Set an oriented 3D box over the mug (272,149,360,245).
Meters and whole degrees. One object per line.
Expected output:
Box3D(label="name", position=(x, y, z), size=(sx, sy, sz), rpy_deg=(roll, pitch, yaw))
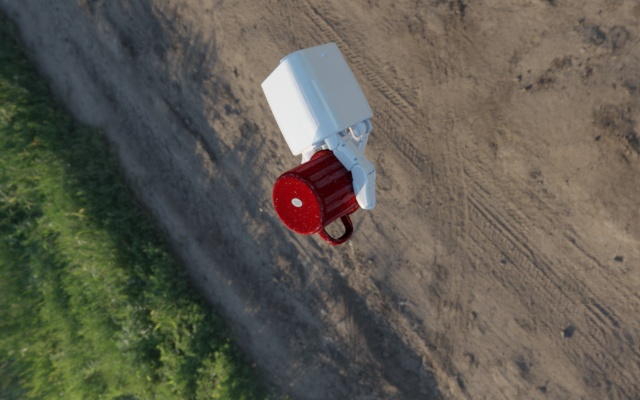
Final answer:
Box3D(label="mug", position=(0.001, 0.003, 0.594), size=(0.093, 0.117, 0.081), rpy_deg=(-24, 5, 43))
